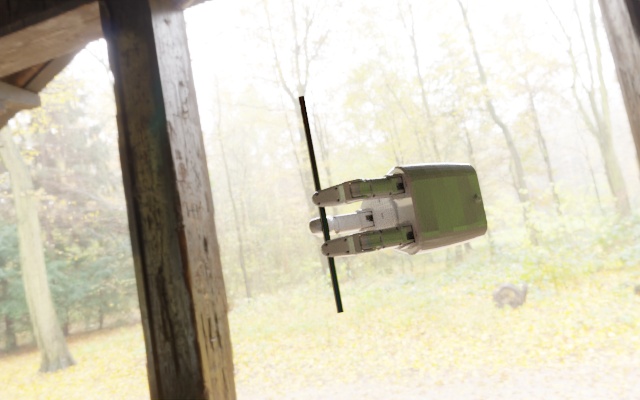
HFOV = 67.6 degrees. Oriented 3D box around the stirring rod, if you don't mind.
[{"bbox_3d":[0.000,0.002,0.521,0.011,0.239,0.011,-10,-6,-1],"label":"stirring rod"}]
